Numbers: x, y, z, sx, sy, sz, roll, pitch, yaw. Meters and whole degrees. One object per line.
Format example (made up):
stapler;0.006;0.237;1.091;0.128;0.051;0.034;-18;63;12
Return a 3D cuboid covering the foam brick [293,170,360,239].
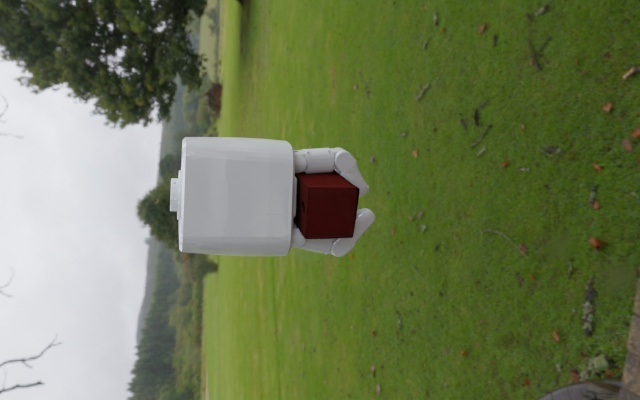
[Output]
foam brick;0.000;0.002;0.486;0.051;0.053;0.078;0;17;-18
